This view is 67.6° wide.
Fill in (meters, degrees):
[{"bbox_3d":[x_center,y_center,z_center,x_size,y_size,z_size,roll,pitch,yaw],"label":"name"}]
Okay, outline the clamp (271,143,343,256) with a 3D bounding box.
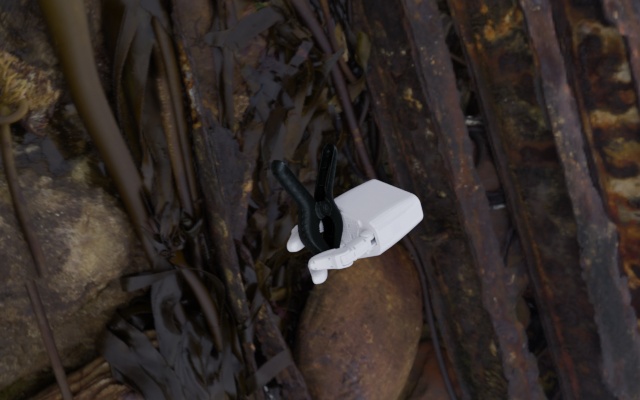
[{"bbox_3d":[0.000,0.002,0.681,0.120,0.171,0.039,-31,23,-35],"label":"clamp"}]
